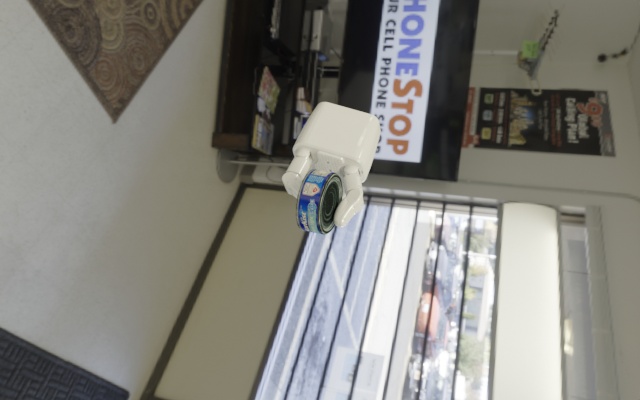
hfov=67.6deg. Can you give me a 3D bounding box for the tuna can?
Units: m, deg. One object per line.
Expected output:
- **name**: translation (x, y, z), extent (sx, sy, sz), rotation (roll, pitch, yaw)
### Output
- **tuna can**: translation (0.001, 0.002, 0.642), extent (0.034, 0.086, 0.086), rotation (11, 4, 21)
